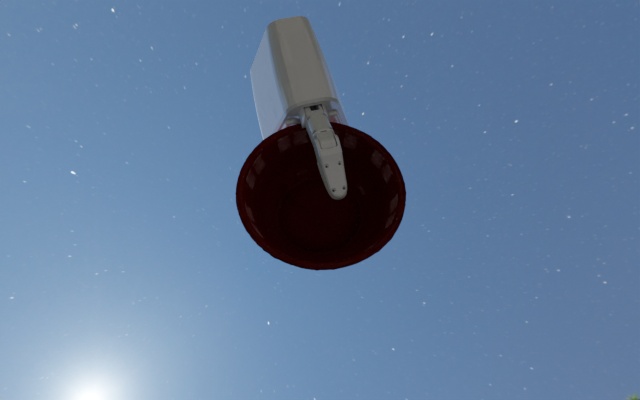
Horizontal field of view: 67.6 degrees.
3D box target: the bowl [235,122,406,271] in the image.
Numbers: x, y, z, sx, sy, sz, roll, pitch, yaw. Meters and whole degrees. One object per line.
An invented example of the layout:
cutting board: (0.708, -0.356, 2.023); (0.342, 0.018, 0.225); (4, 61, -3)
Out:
bowl: (0.000, 0.003, 0.474); (0.162, 0.162, 0.055); (0, -29, -2)
